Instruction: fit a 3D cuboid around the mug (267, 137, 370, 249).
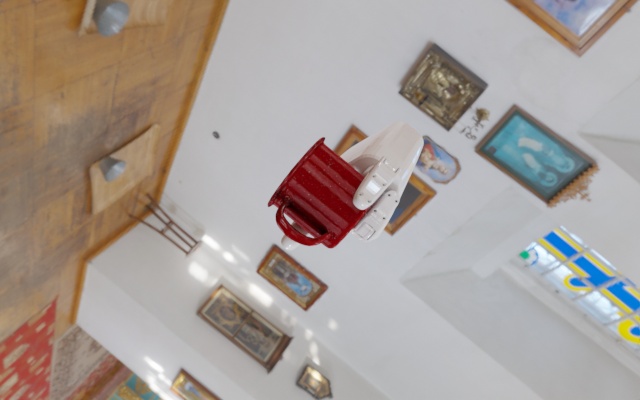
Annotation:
[{"bbox_3d":[0.000,0.002,0.486,0.093,0.081,0.117,-51,-1,43],"label":"mug"}]
